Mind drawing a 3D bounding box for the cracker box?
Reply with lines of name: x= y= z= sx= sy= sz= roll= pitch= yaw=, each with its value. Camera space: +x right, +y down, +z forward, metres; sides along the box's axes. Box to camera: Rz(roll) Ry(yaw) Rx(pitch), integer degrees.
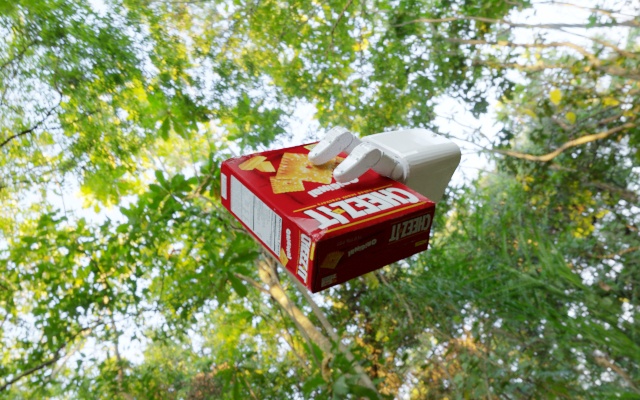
cracker box: x=0.000 y=0.002 z=0.567 sx=0.164 sy=0.072 sz=0.213 roll=-15 pitch=33 yaw=-32
